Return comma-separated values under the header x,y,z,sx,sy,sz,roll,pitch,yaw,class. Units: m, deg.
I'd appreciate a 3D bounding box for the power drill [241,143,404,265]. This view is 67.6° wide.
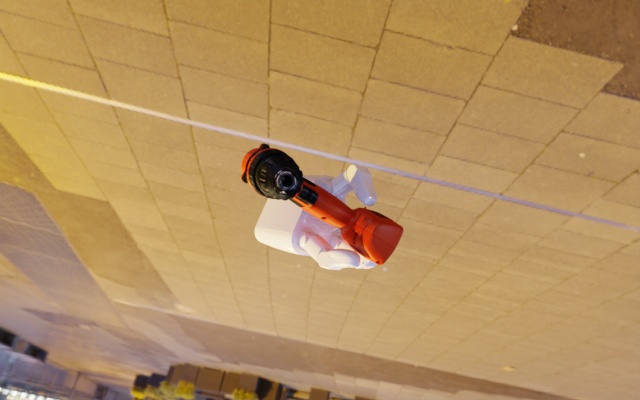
x,y,z,sx,sy,sz,roll,pitch,yaw,class
0.000,0.002,0.539,0.188,0.057,0.184,33,1,-18,power drill
